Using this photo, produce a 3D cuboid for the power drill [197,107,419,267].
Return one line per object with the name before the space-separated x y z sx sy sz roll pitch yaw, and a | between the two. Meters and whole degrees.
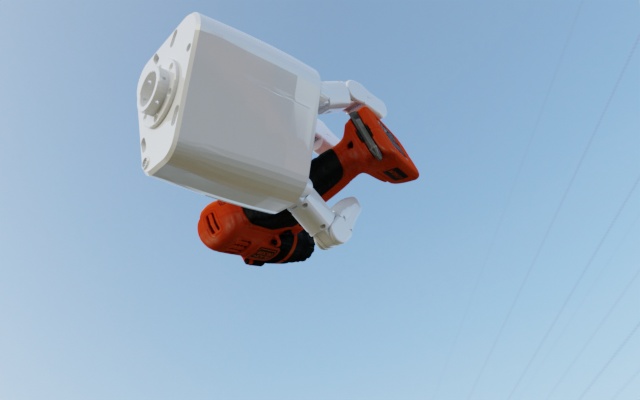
power drill | 0.000 0.001 0.465 0.188 0.057 0.184 -35 -21 14
